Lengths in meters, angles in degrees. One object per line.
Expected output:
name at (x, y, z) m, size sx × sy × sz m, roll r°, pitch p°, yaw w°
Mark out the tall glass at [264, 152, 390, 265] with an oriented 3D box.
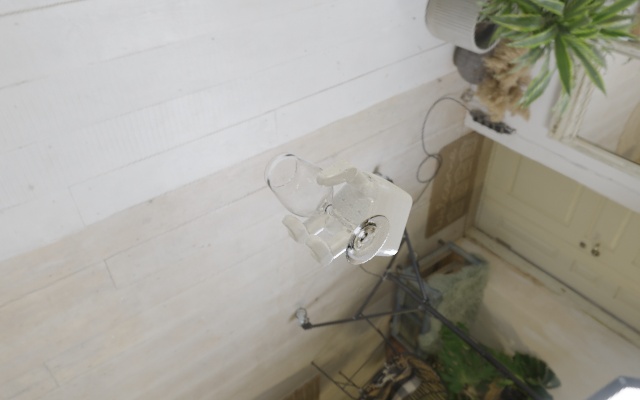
tall glass at (0.000, 0.002, 0.665) m, size 0.079 × 0.079 × 0.201 m, roll 0°, pitch 29°, yaw -45°
